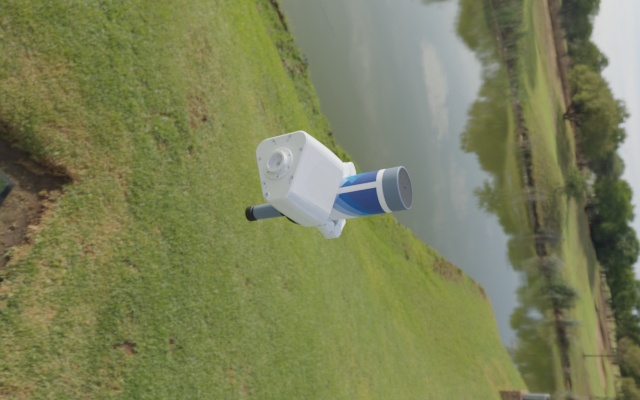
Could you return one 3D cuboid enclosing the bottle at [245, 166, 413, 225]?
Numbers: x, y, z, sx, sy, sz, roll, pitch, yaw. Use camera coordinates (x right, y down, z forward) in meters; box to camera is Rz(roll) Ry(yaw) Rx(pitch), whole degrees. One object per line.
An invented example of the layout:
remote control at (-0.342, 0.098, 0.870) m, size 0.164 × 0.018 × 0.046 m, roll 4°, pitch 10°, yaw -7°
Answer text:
bottle at (0.000, 0.003, 0.787) m, size 0.296 × 0.069 × 0.069 m, roll -10°, pitch -5°, yaw 28°
